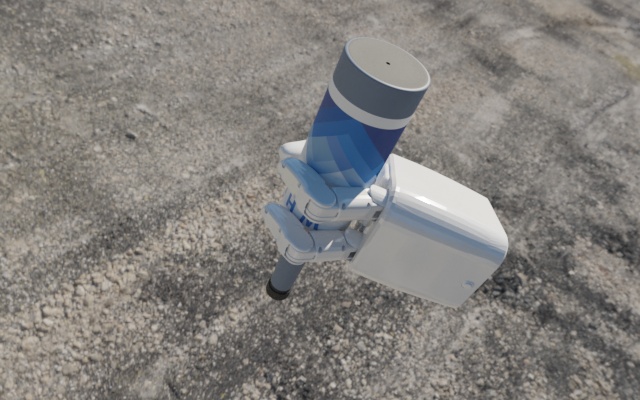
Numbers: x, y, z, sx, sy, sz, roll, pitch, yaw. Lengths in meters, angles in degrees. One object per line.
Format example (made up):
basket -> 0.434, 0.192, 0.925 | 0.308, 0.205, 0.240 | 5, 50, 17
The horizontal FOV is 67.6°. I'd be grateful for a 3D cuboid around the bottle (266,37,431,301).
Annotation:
bottle -> 0.000, 0.001, 0.435 | 0.069, 0.069, 0.296 | 0, -42, -26
